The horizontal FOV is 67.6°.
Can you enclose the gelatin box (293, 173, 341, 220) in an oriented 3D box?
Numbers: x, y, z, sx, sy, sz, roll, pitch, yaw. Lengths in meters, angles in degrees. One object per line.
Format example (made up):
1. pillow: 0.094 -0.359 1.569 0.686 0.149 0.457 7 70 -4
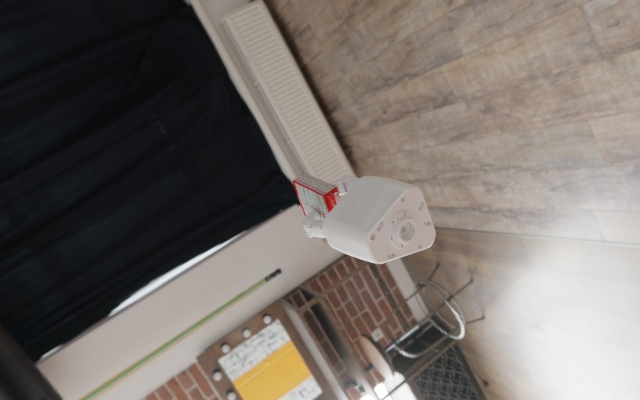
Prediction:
1. gelatin box: 0.000 0.003 0.761 0.030 0.073 0.089 -35 36 -24
